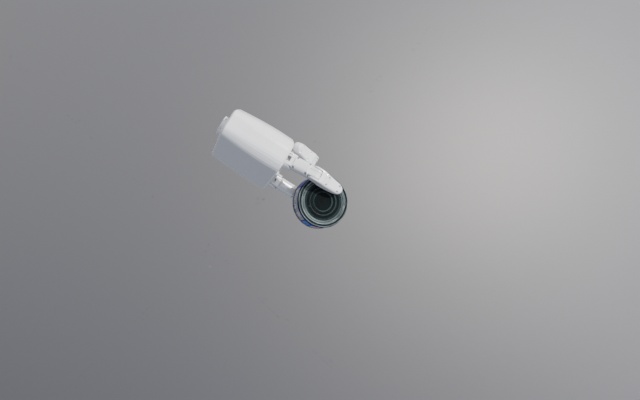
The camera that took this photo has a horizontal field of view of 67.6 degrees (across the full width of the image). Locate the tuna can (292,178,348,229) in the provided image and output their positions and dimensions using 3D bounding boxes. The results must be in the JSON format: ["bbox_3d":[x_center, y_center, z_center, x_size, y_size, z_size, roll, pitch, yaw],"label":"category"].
[{"bbox_3d":[0.000,0.003,0.772,0.086,0.086,0.034,0,-5,-18],"label":"tuna can"}]
